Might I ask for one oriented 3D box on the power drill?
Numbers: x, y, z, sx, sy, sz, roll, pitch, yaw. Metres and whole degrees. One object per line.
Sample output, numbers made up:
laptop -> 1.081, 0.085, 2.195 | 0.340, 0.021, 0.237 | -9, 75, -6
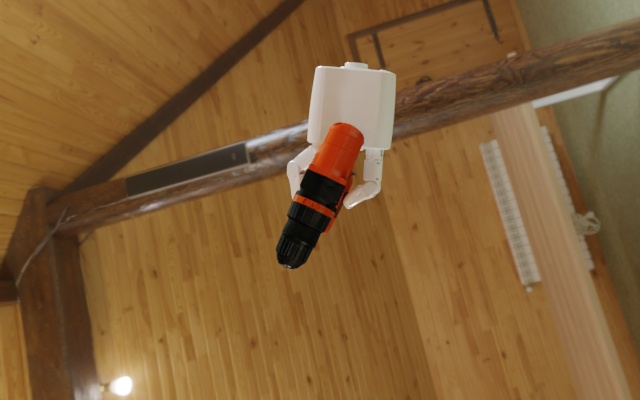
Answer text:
power drill -> 0.000, 0.002, 0.629 | 0.057, 0.184, 0.187 | 27, -5, 2
